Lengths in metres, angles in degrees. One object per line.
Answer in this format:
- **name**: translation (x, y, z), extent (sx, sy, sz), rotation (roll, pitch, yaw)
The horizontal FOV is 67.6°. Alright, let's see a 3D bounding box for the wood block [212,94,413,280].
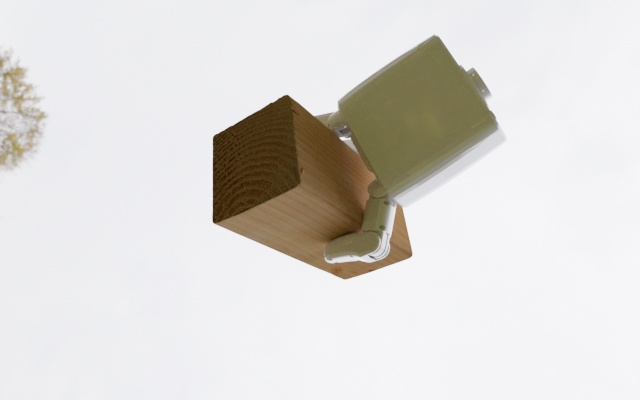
- **wood block**: translation (0.001, 0.002, 0.462), extent (0.090, 0.090, 0.206), rotation (-23, -33, 26)
